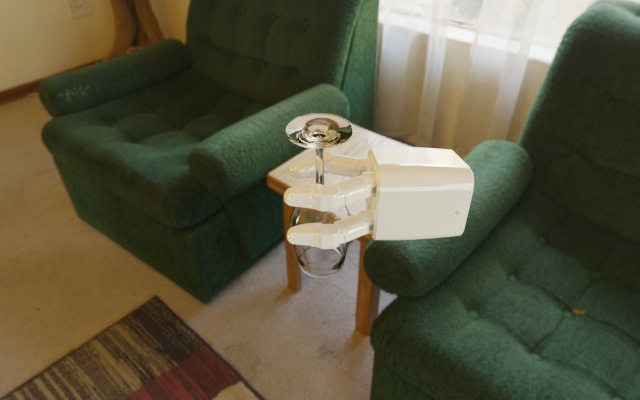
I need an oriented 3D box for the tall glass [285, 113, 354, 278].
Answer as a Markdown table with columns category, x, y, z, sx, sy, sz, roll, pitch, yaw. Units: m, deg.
| category | x | y | z | sx | sy | sz | roll | pitch | yaw |
| --- | --- | --- | --- | --- | --- | --- | --- | --- | --- |
| tall glass | 0.000 | 0.001 | 0.576 | 0.079 | 0.201 | 0.079 | 0 | 38 | 0 |
